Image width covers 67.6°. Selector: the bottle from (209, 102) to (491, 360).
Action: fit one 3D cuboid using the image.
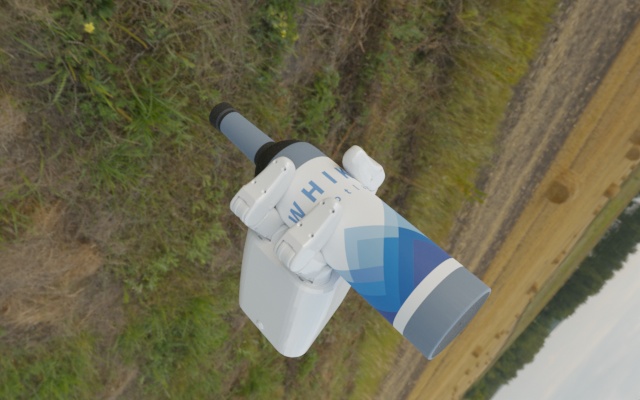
[{"bbox_3d":[0.000,0.001,0.402,0.295,0.069,0.069,41,22,27],"label":"bottle"}]
